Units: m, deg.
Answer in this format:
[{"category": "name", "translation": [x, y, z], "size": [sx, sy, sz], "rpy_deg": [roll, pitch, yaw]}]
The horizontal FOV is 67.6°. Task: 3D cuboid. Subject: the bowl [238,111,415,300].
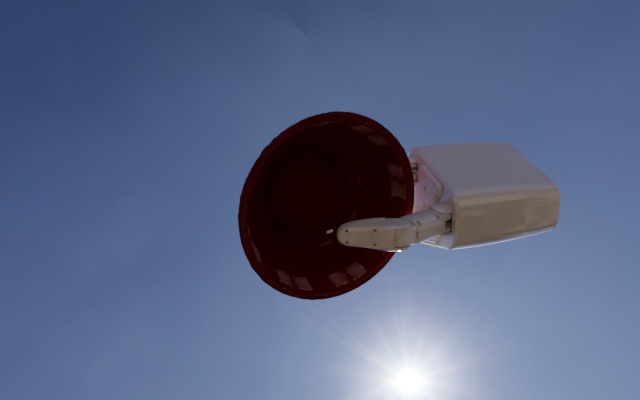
[{"category": "bowl", "translation": [-0.001, 0.001, 0.414], "size": [0.162, 0.162, 0.055], "rpy_deg": [0, 16, -27]}]
